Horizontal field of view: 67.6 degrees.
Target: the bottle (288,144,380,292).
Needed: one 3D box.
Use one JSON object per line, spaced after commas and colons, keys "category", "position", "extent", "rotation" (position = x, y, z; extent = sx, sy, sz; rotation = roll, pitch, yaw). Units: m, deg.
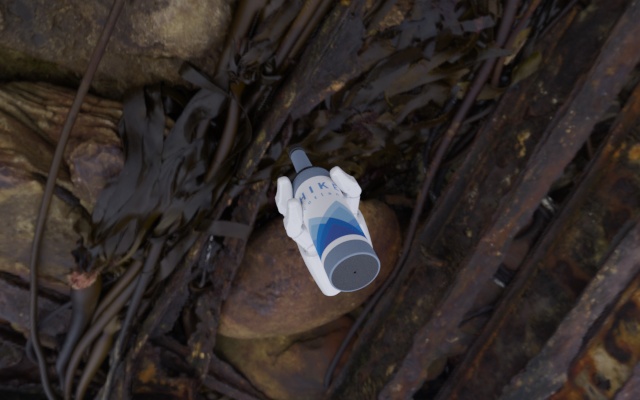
{"category": "bottle", "position": [0.000, 0.002, 0.694], "extent": [0.069, 0.069, 0.295], "rotation": [0, 36, -21]}
